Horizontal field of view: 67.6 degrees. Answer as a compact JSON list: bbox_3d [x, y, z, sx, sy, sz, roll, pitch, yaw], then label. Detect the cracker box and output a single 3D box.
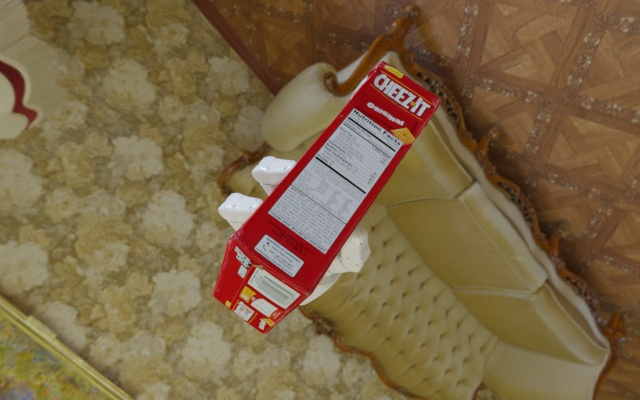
[{"bbox_3d":[0.000,0.002,0.425,0.072,0.213,0.164,36,-29,1],"label":"cracker box"}]
